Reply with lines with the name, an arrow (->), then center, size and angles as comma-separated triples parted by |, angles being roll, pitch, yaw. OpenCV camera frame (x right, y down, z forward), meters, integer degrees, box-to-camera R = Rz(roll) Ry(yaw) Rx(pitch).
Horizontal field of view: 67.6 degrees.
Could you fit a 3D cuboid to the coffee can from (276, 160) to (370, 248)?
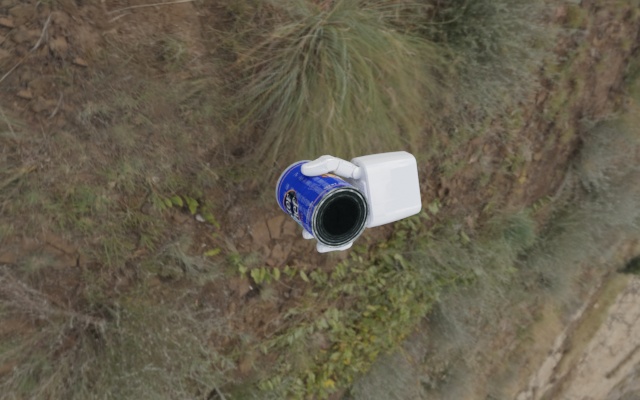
coffee can -> 0.000, 0.002, 0.781 | 0.103, 0.103, 0.140 | 0, 20, -29
